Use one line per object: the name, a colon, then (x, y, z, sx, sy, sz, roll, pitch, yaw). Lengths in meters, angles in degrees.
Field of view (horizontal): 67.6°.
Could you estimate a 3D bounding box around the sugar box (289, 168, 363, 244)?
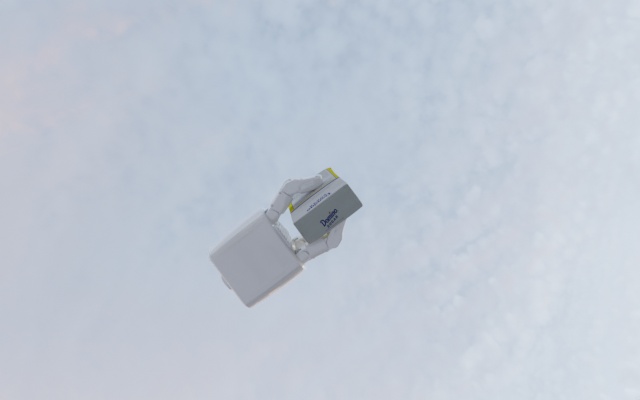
sugar box: (0.000, 0.003, 0.720, 0.093, 0.048, 0.176, -37, 16, 2)
